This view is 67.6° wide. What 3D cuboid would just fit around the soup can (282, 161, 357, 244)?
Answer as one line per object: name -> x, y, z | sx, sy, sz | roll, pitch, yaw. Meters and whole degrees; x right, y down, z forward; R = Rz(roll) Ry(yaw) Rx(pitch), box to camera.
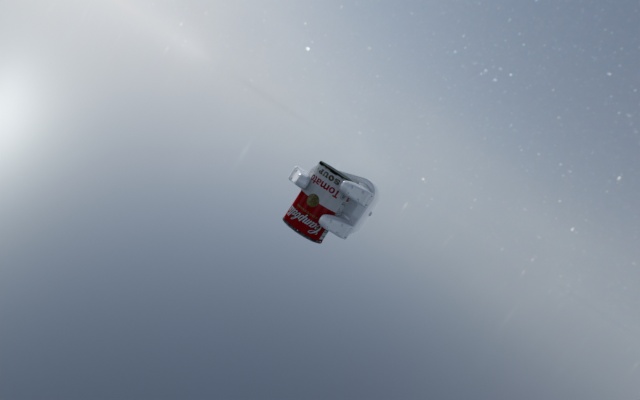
soup can -> 0.000, 0.002, 0.693 | 0.068, 0.102, 0.068 | 32, 7, -4
